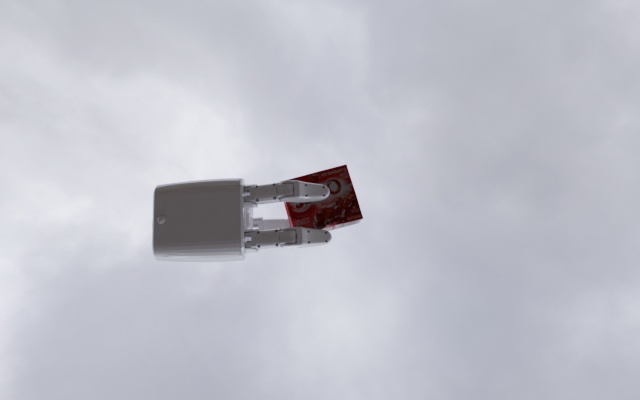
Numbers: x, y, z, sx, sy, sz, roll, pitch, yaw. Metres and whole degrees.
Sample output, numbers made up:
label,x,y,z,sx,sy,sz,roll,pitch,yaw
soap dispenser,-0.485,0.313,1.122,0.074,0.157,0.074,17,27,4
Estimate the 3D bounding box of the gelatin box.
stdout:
label,x,y,z,sx,sy,sz,roll,pitch,yaw
gelatin box,0.000,0.002,0.595,0.089,0.073,0.030,-14,-13,-10
